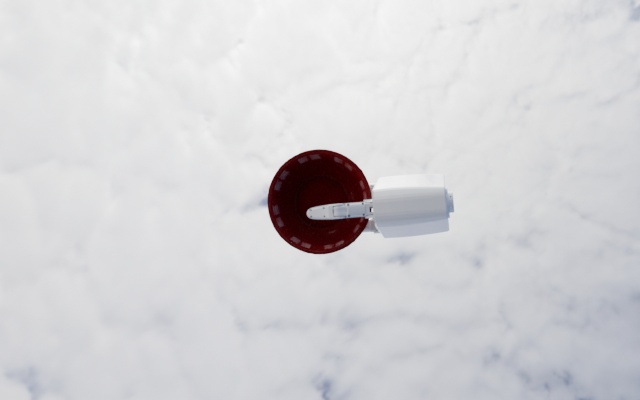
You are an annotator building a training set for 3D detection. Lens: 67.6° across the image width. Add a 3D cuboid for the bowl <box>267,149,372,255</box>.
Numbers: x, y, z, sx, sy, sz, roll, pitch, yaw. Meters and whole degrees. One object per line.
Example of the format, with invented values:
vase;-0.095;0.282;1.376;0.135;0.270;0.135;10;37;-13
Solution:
bowl;-0.001;0.002;0.756;0.162;0.162;0.055;0;-1;5
